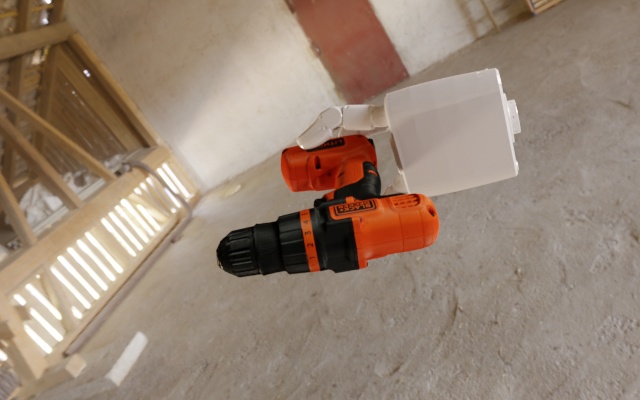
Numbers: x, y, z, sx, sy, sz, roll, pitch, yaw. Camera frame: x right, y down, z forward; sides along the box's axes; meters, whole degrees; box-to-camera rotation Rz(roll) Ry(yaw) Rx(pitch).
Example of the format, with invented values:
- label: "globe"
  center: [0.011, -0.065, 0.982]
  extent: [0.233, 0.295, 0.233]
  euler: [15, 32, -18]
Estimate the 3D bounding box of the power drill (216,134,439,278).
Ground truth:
- label: "power drill"
  center: [0.000, 0.001, 0.456]
  extent: [0.184, 0.057, 0.187]
  euler: [-9, 29, -1]
